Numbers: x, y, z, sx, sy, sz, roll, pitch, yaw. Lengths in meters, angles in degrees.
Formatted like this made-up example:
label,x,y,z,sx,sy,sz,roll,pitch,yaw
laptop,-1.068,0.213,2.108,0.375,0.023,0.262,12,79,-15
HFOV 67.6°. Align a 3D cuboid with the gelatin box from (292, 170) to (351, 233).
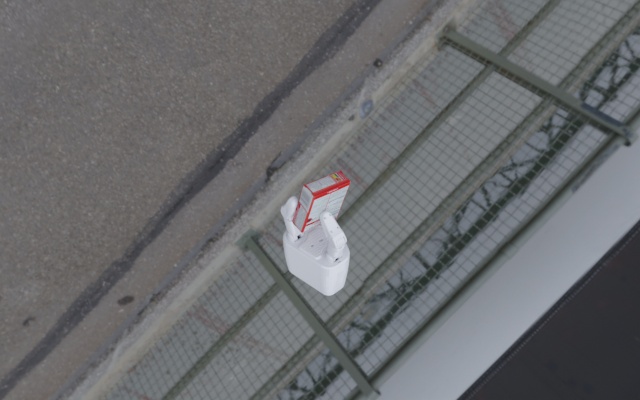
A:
label,x,y,z,sx,sy,sz,roll,pitch,yaw
gelatin box,0.000,0.002,0.731,0.073,0.030,0.089,-23,-31,-33
